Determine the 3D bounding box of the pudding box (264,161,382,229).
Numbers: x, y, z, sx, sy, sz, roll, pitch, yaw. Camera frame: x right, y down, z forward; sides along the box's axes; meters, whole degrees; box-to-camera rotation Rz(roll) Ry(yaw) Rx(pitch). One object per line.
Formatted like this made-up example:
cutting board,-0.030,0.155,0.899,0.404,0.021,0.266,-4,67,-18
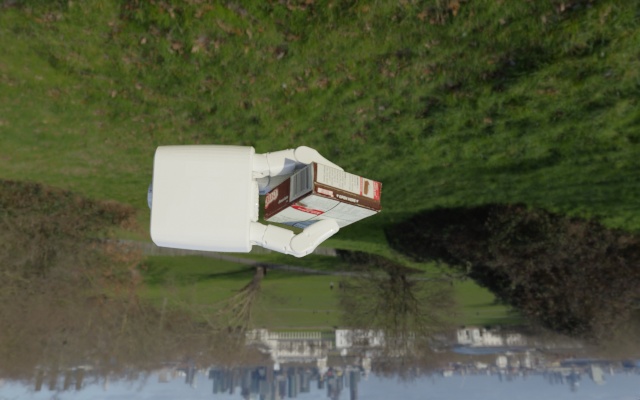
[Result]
pudding box,0.000,0.002,0.539,0.090,0.039,0.113,14,-23,-29
